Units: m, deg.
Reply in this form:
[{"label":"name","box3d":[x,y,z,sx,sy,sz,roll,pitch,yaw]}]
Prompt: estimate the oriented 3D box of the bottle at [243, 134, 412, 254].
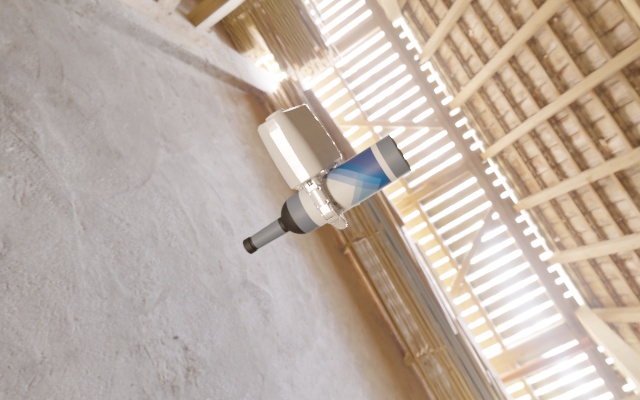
[{"label":"bottle","box3d":[0.000,0.002,0.758,0.296,0.069,0.069,-32,-9,14]}]
